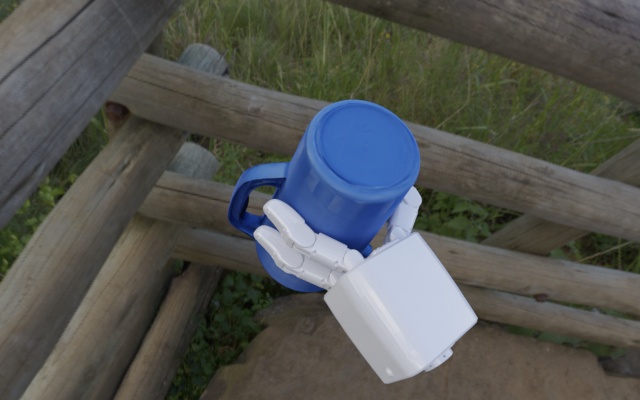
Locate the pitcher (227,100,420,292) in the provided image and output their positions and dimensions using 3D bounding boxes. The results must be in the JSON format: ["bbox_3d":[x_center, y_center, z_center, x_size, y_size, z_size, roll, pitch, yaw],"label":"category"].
[{"bbox_3d":[0.000,0.002,0.518,0.149,0.145,0.243,-28,-16,-26],"label":"pitcher"}]
